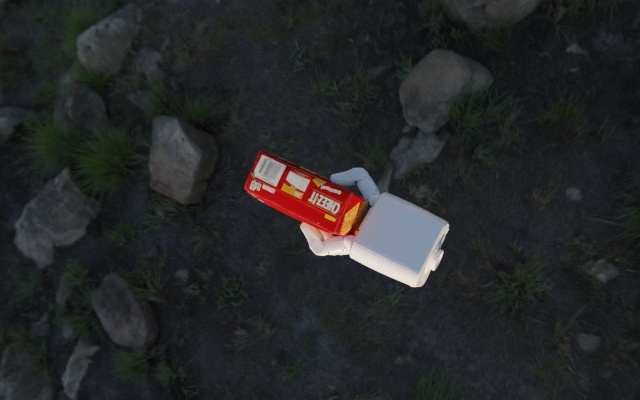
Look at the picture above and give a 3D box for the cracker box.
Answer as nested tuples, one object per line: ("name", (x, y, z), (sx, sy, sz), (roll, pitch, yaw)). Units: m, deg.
("cracker box", (0.000, 0.002, 0.771), (0.164, 0.072, 0.214), (25, 0, 22))
